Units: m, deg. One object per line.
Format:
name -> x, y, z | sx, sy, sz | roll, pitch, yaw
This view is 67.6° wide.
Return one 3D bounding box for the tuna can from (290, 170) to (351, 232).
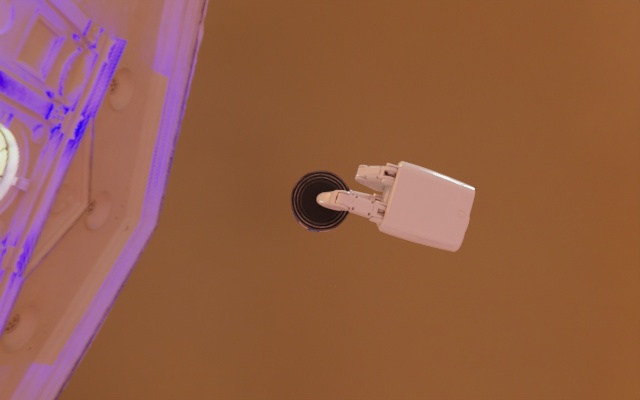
tuna can -> 0.000, 0.002, 0.682 | 0.086, 0.086, 0.034 | 0, -8, -4
